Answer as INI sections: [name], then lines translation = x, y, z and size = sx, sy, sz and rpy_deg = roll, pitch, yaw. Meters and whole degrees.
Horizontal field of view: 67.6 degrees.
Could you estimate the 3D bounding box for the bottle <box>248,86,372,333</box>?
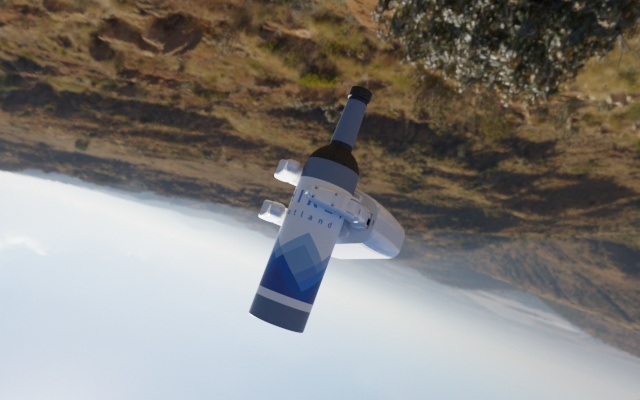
[bottle]
translation = 0.000, 0.002, 0.562
size = 0.069, 0.295, 0.069
rpy_deg = 20, -9, 3
